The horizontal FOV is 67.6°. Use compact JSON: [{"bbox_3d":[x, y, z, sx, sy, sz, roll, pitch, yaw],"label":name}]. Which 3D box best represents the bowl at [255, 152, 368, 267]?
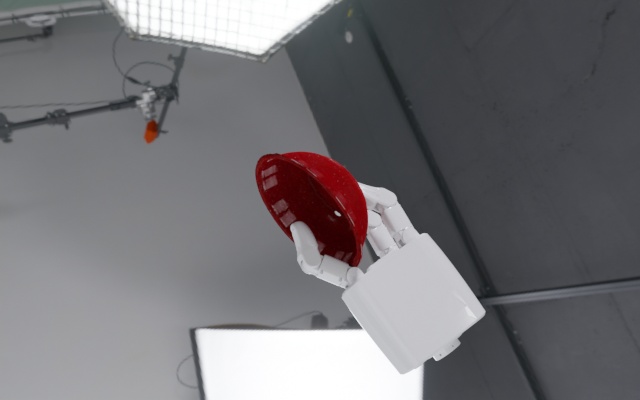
[{"bbox_3d":[0.000,0.000,0.542,0.055,0.162,0.162,-42,22,-27],"label":"bowl"}]
